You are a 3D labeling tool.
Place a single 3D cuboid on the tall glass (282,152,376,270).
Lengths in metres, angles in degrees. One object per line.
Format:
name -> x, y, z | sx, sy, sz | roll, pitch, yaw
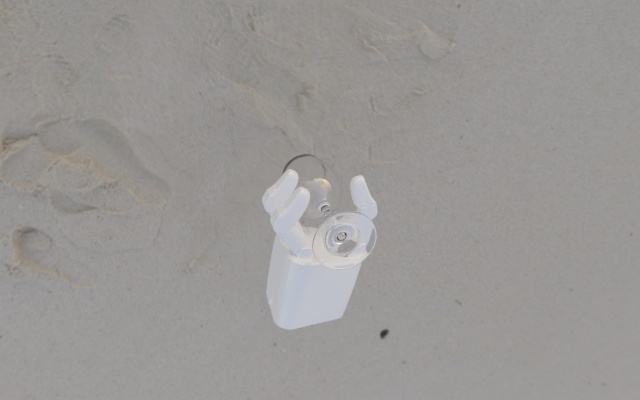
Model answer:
tall glass -> 0.000, 0.002, 0.609 | 0.079, 0.079, 0.201 | 0, 26, -17
